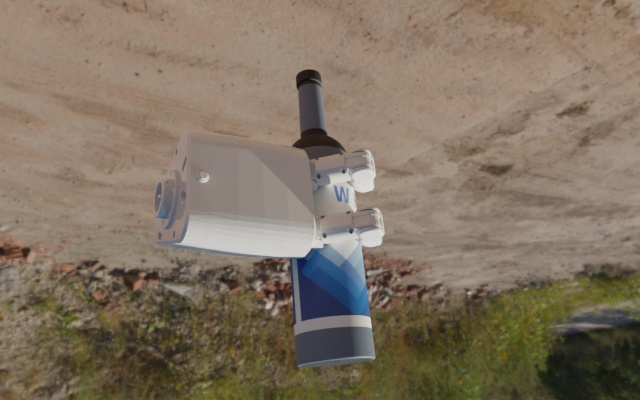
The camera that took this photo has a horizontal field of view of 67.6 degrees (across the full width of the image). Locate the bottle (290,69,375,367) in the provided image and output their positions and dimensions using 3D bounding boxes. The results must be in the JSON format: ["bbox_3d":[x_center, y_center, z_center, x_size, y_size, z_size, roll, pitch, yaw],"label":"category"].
[{"bbox_3d":[0.000,0.002,0.458,0.069,0.295,0.069,-5,-23,-2],"label":"bottle"}]
